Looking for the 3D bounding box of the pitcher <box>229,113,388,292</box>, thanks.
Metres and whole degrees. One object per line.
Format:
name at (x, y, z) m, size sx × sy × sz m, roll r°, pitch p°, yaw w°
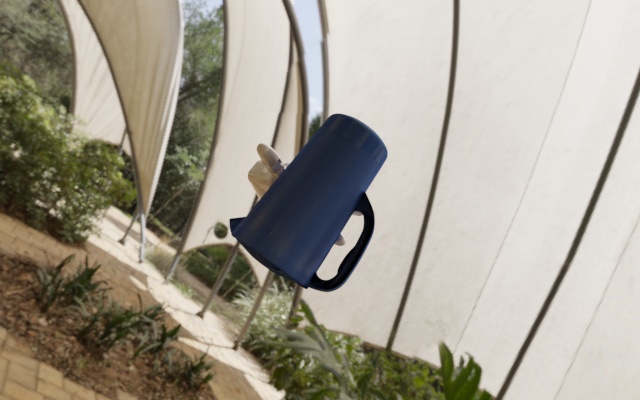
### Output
pitcher at (0.000, 0.002, 0.692) m, size 0.149 × 0.243 × 0.145 m, roll 42°, pitch -12°, yaw -30°
